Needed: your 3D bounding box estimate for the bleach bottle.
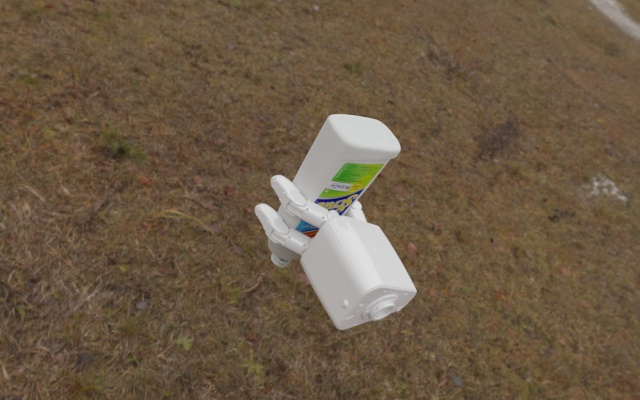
[{"bbox_3d":[0.000,0.002,0.651,0.102,0.068,0.251,0,-44,-37],"label":"bleach bottle"}]
